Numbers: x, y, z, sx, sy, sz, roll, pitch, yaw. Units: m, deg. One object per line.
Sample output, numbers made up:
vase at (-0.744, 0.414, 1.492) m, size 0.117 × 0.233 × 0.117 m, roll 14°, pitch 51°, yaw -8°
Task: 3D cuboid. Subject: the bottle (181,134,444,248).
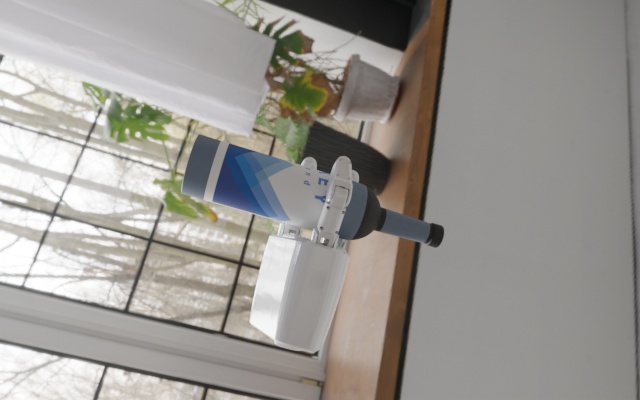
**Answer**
bottle at (0.000, 0.002, 0.536) m, size 0.296 × 0.069 × 0.069 m, roll 16°, pitch -3°, yaw -10°
